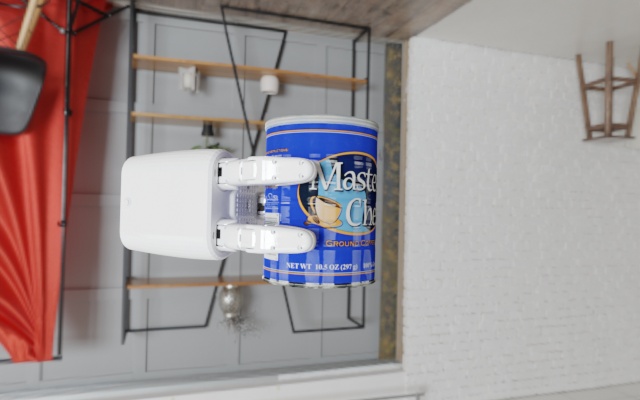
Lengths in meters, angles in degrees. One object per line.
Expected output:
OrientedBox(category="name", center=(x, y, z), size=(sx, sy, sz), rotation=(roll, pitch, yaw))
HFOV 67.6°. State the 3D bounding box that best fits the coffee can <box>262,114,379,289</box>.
OrientedBox(category="coffee can", center=(0.000, 0.001, 0.432), size=(0.103, 0.140, 0.103), rotation=(1, -1, 0))
